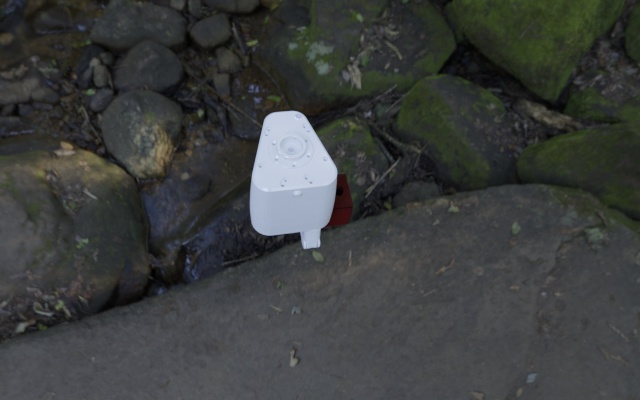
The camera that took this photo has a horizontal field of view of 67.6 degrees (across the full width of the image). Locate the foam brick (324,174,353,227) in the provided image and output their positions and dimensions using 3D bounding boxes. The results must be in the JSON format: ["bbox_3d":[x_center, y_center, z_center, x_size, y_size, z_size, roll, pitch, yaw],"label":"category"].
[{"bbox_3d":[0.000,0.002,0.644,0.078,0.053,0.051,-6,-29,-10],"label":"foam brick"}]
